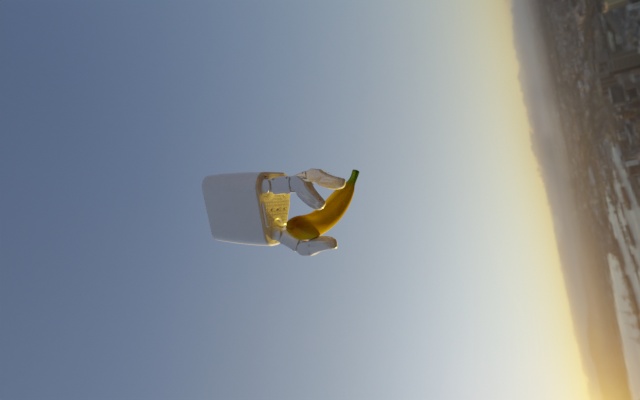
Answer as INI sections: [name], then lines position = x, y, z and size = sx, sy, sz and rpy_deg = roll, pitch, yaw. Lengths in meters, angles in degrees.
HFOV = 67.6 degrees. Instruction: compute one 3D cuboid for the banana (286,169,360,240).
[banana]
position = 0.002, 0.017, 0.716
size = 0.037, 0.070, 0.197
rpy_deg = 14, 32, 25
